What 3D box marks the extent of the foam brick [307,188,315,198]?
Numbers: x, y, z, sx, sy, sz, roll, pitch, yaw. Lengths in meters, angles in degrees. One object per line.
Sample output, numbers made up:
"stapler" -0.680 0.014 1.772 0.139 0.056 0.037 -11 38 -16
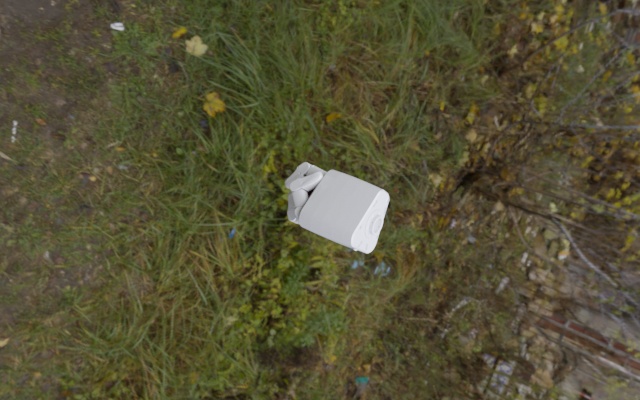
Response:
"foam brick" 0.000 0.003 0.868 0.051 0.053 0.078 21 -5 32
